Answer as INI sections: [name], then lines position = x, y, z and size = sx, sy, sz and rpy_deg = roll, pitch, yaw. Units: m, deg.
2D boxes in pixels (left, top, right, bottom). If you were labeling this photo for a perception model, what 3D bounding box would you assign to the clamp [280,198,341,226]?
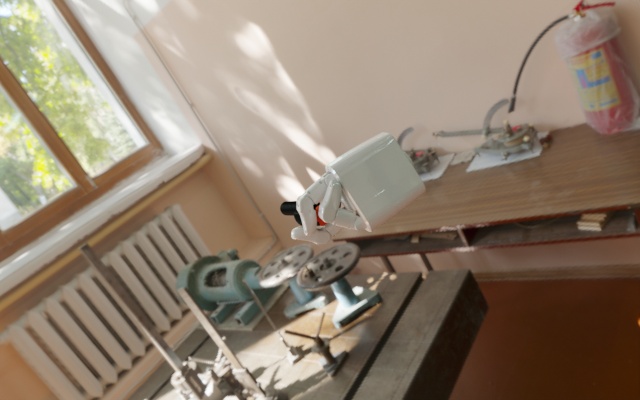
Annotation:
[clamp]
position = 0.000, 0.002, 0.794
size = 0.120, 0.039, 0.171
rpy_deg = -33, 17, -8
